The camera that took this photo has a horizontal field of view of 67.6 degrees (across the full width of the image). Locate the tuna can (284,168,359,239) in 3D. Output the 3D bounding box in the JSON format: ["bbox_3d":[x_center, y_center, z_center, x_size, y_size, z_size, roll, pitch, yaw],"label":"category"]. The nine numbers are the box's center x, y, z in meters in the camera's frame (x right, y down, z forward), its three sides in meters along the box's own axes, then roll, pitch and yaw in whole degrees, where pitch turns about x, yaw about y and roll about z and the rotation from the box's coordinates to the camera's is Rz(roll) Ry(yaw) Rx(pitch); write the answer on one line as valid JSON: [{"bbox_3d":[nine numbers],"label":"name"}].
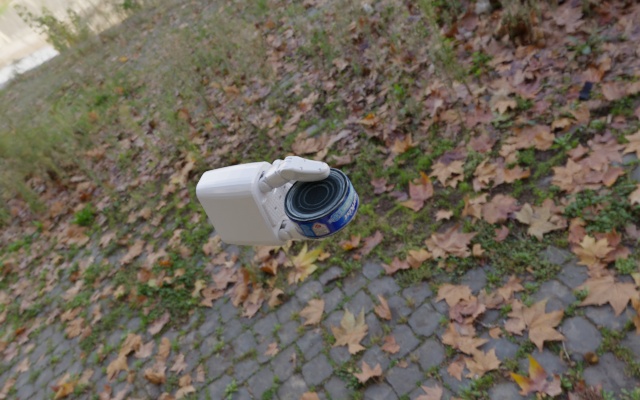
[{"bbox_3d":[0.000,0.001,0.566,0.086,0.086,0.034,0,-41,31],"label":"tuna can"}]
